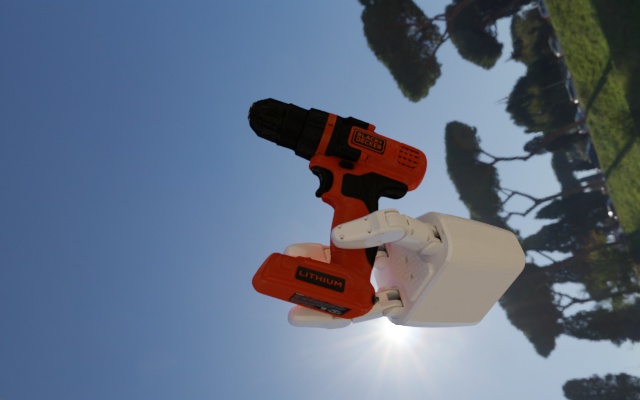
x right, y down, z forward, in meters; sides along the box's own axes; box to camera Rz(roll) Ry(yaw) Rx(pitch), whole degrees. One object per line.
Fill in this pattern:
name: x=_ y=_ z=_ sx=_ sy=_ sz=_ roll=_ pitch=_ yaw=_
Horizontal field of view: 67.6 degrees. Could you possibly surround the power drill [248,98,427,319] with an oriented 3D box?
power drill: x=0.000 y=0.002 z=0.444 sx=0.184 sy=0.187 sz=0.057 roll=18 pitch=-24 yaw=-4
